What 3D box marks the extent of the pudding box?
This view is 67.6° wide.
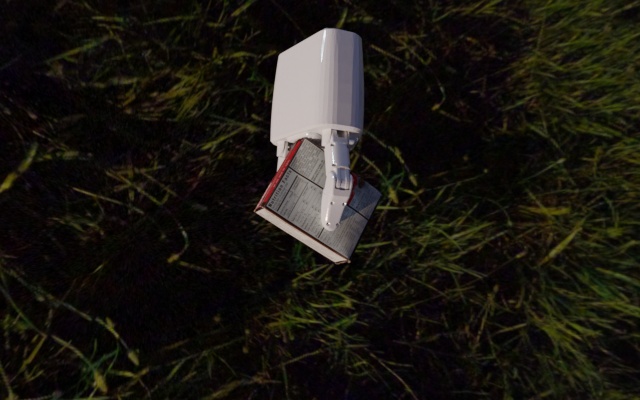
[{"bbox_3d":[0.000,0.002,0.508,0.113,0.090,0.039,34,-19,-14],"label":"pudding box"}]
